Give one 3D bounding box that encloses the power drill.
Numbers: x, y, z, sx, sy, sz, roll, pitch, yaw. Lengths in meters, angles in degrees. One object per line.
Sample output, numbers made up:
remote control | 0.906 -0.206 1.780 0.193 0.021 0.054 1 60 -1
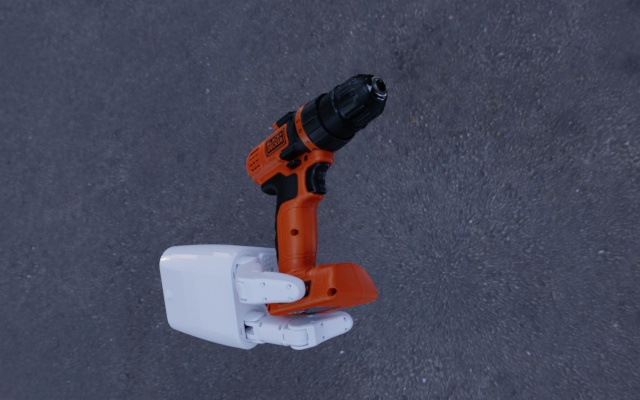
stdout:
power drill | 0.000 0.002 0.427 0.057 0.187 0.184 10 -25 -36
